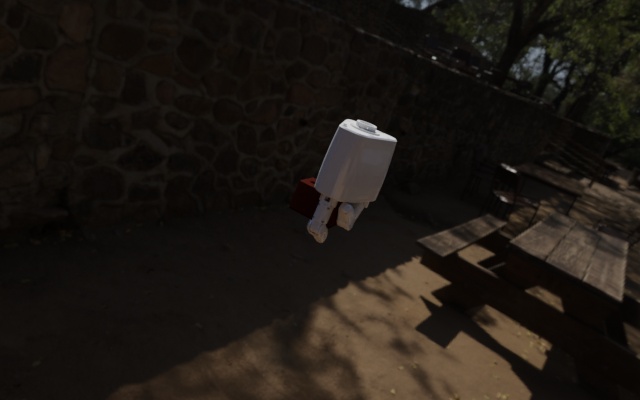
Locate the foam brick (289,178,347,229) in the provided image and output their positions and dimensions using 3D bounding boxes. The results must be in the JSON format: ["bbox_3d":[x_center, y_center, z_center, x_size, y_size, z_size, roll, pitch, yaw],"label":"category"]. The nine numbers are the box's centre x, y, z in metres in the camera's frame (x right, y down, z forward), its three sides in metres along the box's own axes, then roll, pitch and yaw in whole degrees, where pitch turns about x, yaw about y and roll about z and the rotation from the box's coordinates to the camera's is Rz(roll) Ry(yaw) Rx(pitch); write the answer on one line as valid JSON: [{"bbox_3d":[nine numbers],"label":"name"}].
[{"bbox_3d":[0.000,0.003,0.773,0.078,0.051,0.053,27,19,19],"label":"foam brick"}]
